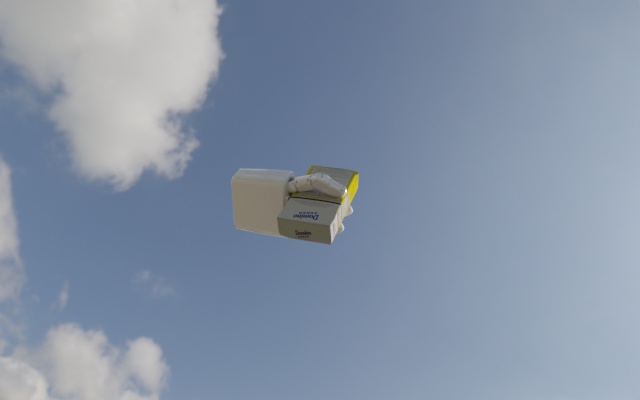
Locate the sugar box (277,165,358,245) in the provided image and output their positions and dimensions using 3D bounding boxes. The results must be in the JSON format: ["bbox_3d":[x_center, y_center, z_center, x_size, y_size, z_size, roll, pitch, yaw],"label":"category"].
[{"bbox_3d":[0.000,0.003,0.832,0.093,0.048,0.176,9,38,17],"label":"sugar box"}]
